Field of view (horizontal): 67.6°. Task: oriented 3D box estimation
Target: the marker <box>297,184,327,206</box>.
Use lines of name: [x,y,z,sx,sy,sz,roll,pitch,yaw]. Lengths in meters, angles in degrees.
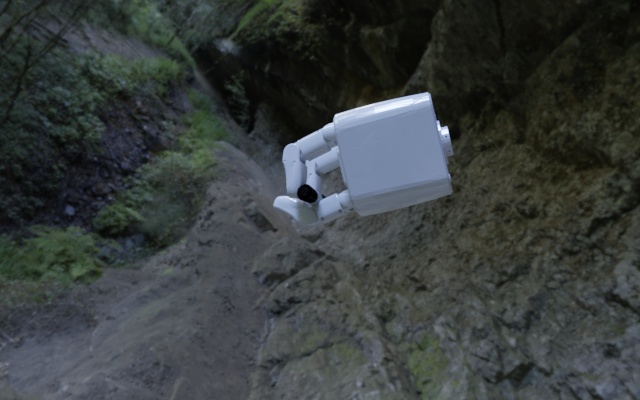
marker: [0.000,0.002,0.566,0.020,0.020,0.121,0,-11,18]
